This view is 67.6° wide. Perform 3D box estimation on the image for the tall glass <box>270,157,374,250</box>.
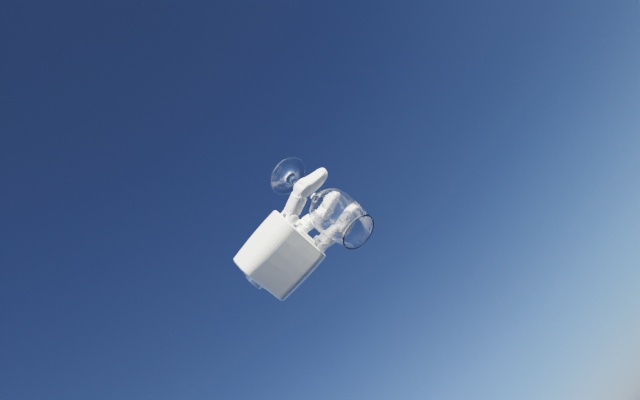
[{"bbox_3d":[0.000,0.002,0.792,0.079,0.079,0.201,0,28,-42],"label":"tall glass"}]
